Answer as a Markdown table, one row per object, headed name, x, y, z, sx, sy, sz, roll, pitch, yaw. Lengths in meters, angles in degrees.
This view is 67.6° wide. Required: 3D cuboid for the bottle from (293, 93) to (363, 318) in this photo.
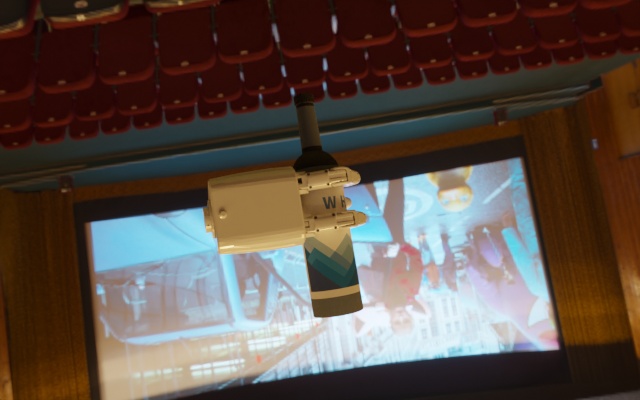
| name | x | y | z | sx | sy | sz | roll | pitch | yaw |
| --- | --- | --- | --- | --- | --- | --- | --- | --- | --- |
| bottle | 0.000 | 0.002 | 0.638 | 0.069 | 0.295 | 0.069 | -9 | -5 | -1 |
